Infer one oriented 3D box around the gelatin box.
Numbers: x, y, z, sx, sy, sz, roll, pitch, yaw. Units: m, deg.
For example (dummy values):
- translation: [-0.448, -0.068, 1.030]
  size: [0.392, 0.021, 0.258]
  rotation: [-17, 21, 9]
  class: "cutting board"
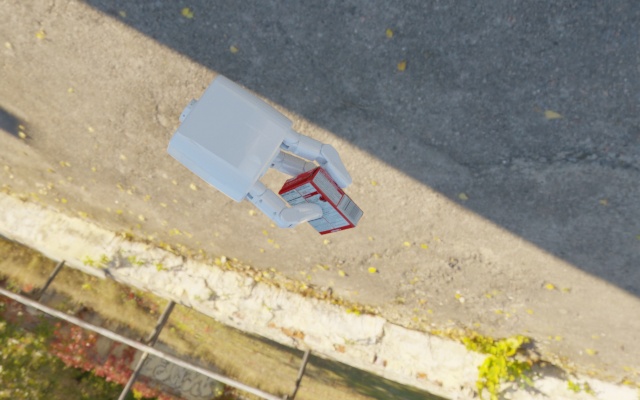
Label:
- translation: [0.000, 0.003, 0.615]
  size: [0.089, 0.030, 0.073]
  rotation: [46, -34, -19]
  class: "gelatin box"
